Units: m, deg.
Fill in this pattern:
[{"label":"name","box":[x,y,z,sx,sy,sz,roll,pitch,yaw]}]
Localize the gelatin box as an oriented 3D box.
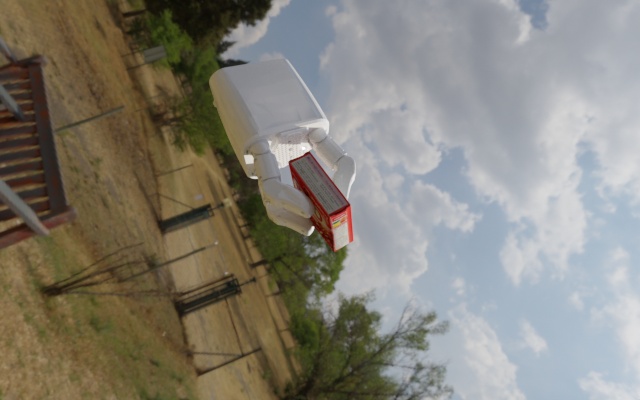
[{"label":"gelatin box","box":[0.001,0.002,0.523,0.030,0.089,0.073,-29,-33,-14]}]
